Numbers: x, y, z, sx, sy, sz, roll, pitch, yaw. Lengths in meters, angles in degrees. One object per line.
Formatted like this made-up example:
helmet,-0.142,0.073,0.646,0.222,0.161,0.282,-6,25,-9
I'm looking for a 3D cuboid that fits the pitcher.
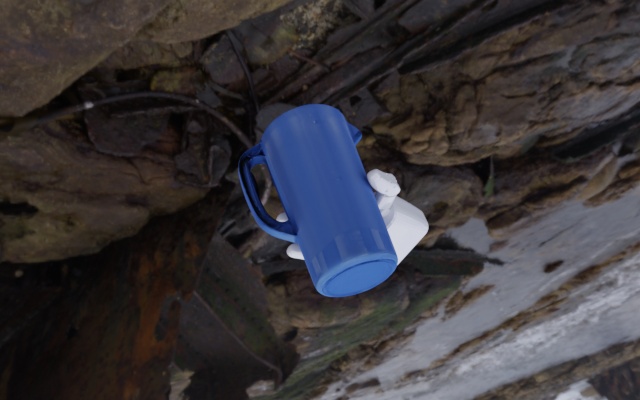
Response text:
pitcher,0.000,0.002,0.638,0.149,0.242,0.145,-37,-35,25
